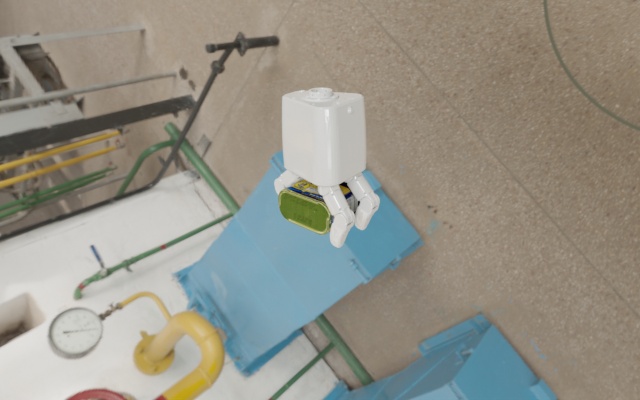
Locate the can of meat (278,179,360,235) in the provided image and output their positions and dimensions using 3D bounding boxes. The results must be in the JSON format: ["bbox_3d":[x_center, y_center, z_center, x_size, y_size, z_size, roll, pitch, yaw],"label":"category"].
[{"bbox_3d":[0.000,0.002,0.708,0.102,0.057,0.084,20,33,34],"label":"can of meat"}]
